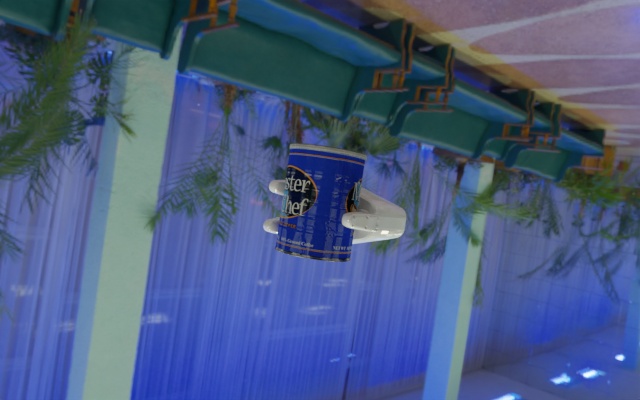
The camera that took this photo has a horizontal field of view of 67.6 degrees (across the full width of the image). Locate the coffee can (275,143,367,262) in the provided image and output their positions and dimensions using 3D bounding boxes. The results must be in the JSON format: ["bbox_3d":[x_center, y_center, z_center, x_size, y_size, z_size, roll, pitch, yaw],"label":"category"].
[{"bbox_3d":[0.000,0.002,0.633,0.103,0.140,0.103,9,1,0],"label":"coffee can"}]
